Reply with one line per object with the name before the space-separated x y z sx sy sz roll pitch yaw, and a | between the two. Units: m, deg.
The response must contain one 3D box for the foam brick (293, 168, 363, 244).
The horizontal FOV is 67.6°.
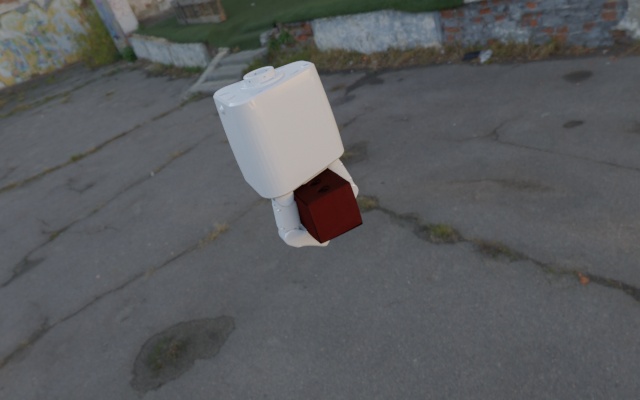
foam brick | 0.000 0.002 0.518 0.053 0.051 0.078 -26 29 -16
